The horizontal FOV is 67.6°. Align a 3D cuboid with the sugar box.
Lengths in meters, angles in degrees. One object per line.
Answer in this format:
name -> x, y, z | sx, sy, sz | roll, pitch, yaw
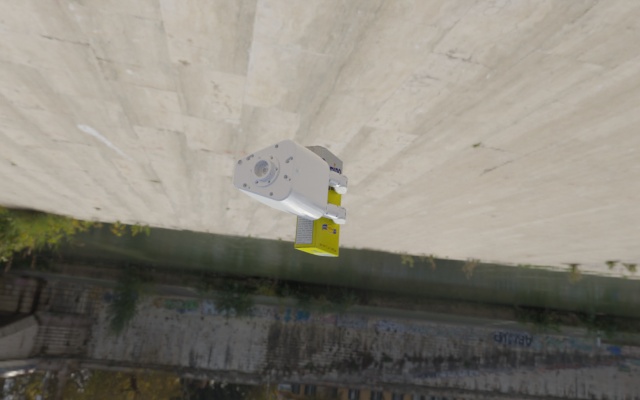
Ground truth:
sugar box -> 0.001, 0.003, 0.822 | 0.048, 0.176, 0.093 | -1, -15, 27
